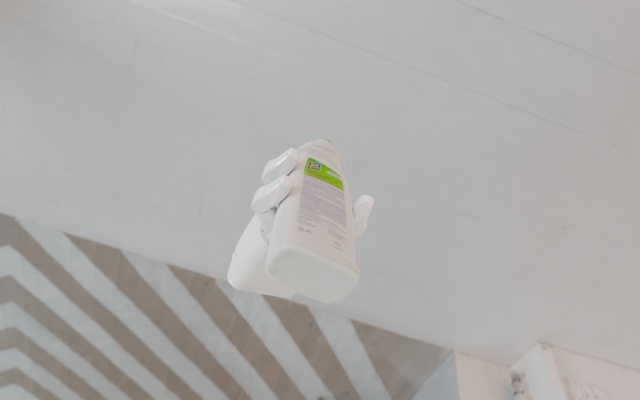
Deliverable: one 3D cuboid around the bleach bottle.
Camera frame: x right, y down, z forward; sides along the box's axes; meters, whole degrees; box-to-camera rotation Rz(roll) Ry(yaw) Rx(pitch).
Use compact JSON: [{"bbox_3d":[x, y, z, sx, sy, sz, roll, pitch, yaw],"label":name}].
[{"bbox_3d":[0.000,0.002,0.602,0.102,0.068,0.250,27,37,-15],"label":"bleach bottle"}]
